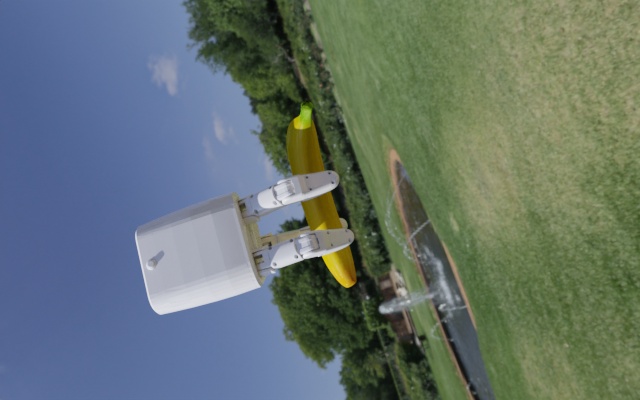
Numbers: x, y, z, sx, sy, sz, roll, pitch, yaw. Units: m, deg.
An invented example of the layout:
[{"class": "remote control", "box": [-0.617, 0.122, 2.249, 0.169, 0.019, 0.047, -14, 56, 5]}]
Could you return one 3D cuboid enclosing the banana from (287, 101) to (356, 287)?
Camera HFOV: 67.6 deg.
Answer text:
[{"class": "banana", "box": [-0.003, -0.004, 0.514, 0.037, 0.198, 0.069, -17, 10, -6]}]
